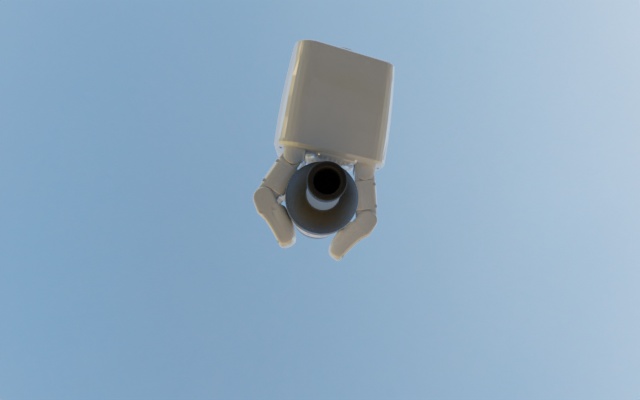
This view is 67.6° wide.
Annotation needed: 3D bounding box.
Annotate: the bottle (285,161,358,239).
[{"bbox_3d":[0.000,0.002,0.467,0.069,0.069,0.296,0,-6,-2],"label":"bottle"}]
